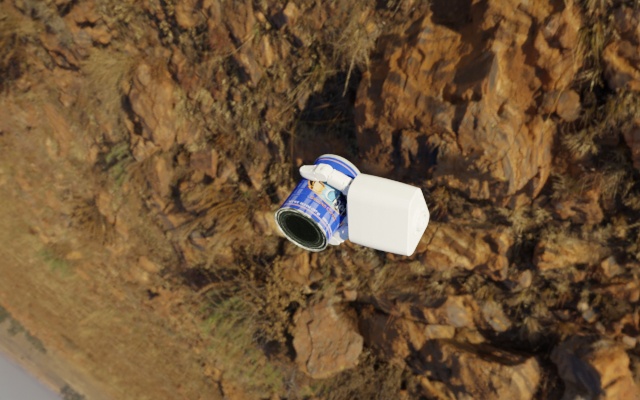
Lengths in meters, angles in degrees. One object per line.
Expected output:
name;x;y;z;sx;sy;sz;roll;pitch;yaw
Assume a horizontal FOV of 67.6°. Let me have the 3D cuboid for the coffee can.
coffee can;0.000;0.003;0.831;0.103;0.103;0.140;0;43;41
